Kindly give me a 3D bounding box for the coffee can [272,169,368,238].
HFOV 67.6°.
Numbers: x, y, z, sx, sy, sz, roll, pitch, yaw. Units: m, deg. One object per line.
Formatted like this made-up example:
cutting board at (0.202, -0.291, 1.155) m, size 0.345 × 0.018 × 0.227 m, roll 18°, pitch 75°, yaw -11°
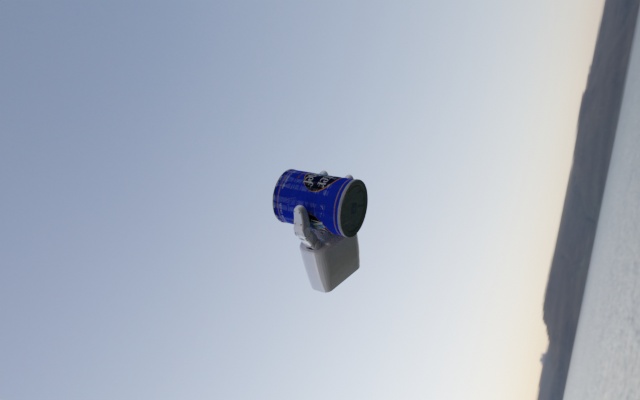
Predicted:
coffee can at (0.000, 0.003, 0.857) m, size 0.140 × 0.103 × 0.103 m, roll 11°, pitch 5°, yaw 29°
